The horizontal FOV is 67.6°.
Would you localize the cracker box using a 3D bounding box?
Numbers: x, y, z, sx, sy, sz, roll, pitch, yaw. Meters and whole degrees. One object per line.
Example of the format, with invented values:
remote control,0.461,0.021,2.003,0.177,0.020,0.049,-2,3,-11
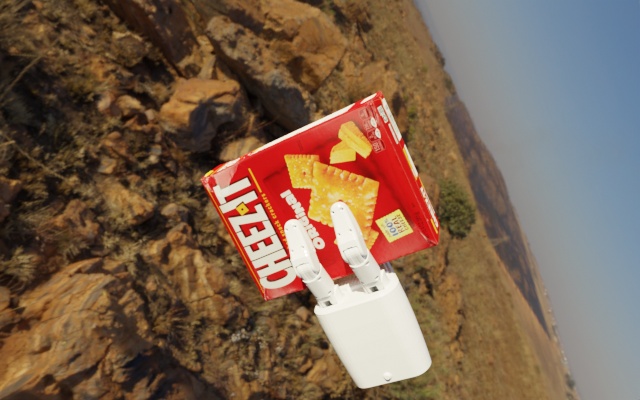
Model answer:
cracker box,0.000,0.002,0.527,0.214,0.164,0.072,-22,11,20
